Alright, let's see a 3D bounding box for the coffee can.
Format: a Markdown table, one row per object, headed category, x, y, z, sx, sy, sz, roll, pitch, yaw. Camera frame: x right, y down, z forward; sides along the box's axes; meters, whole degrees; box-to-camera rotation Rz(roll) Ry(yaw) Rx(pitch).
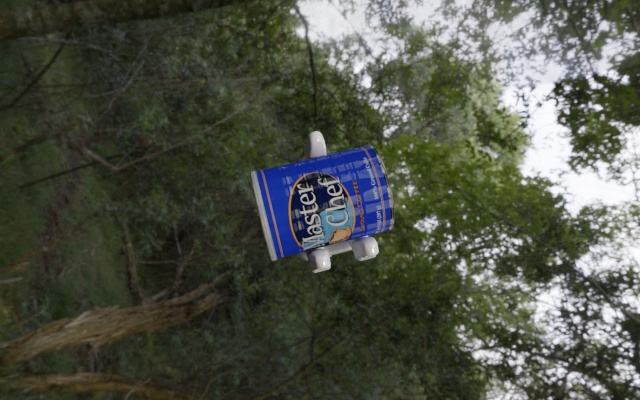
| category | x | y | z | sx | sy | sz | roll | pitch | yaw |
| --- | --- | --- | --- | --- | --- | --- | --- | --- | --- |
| coffee can | 0.000 | 0.002 | 0.541 | 0.140 | 0.103 | 0.103 | -14 | 1 | -6 |
